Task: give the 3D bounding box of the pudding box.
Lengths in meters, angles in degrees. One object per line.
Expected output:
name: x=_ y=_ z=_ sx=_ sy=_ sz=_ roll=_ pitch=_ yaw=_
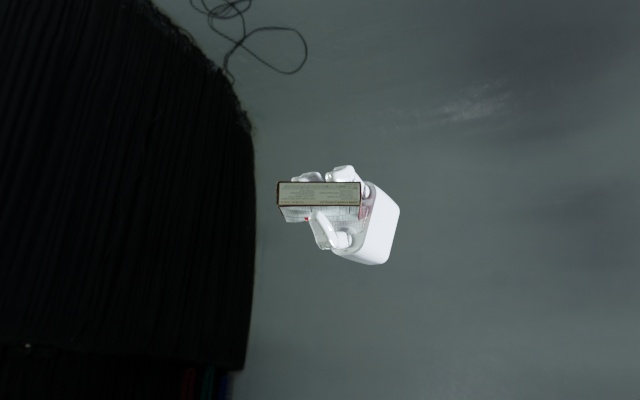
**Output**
pudding box: x=0.000 y=0.002 z=0.656 sx=0.113 sy=0.039 sz=0.090 roll=-2 pitch=-16 yaw=2
